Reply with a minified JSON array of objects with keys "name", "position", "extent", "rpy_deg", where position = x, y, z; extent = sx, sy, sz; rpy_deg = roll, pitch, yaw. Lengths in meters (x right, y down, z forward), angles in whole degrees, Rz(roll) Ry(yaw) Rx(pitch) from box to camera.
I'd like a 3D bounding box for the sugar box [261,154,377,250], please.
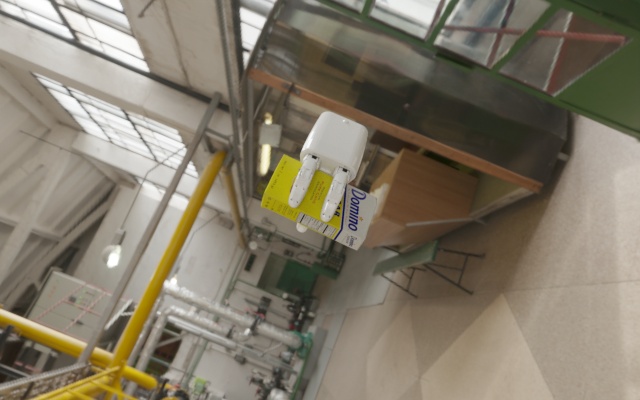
[{"name":"sugar box","position":[0.000,0.002,0.783],"extent":[0.176,0.093,0.048],"rpy_deg":[23,-36,-2]}]
